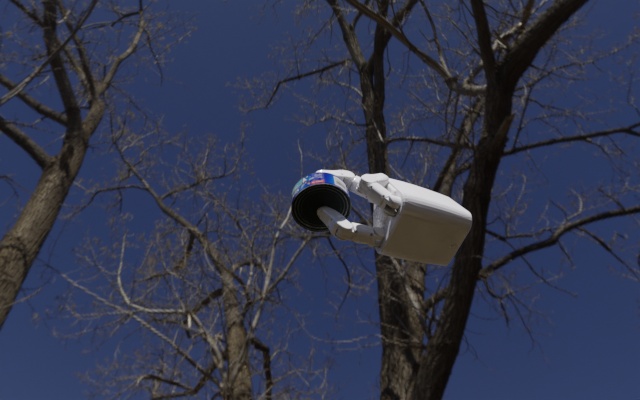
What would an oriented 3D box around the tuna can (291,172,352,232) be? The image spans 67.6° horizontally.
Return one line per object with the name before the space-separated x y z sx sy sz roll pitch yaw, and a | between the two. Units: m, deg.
tuna can | 0.000 0.002 0.687 0.086 0.086 0.033 0 37 -6
